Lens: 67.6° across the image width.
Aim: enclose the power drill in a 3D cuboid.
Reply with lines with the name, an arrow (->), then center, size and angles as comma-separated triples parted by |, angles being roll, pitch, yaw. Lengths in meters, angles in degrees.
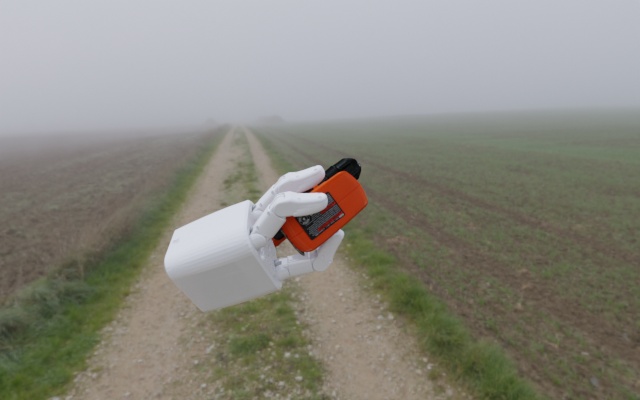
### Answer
power drill -> 0.000, 0.002, 0.641 | 0.184, 0.057, 0.187 | -40, 7, -8
